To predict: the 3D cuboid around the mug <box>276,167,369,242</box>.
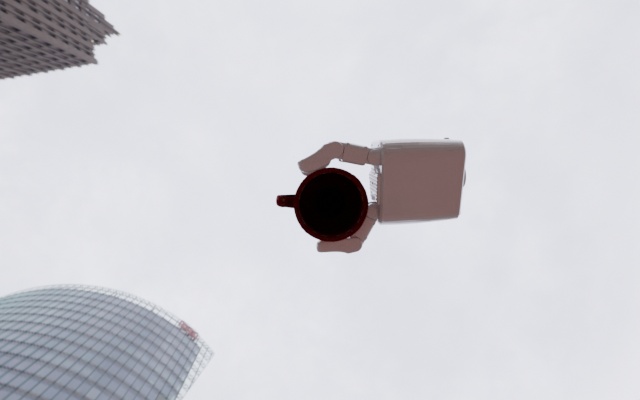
[{"bbox_3d":[-0.001,0.002,0.630,0.117,0.093,0.081,-1,5,-2],"label":"mug"}]
